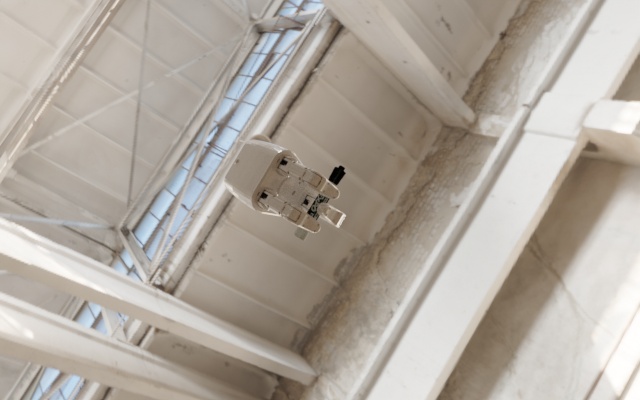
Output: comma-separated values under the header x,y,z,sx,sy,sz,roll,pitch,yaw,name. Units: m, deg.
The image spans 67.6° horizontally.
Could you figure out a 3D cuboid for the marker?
x,y,z,sx,sy,sz,roll,pitch,yaw,name
0.000,0.002,0.686,0.020,0.121,0.020,31,-4,3,marker
